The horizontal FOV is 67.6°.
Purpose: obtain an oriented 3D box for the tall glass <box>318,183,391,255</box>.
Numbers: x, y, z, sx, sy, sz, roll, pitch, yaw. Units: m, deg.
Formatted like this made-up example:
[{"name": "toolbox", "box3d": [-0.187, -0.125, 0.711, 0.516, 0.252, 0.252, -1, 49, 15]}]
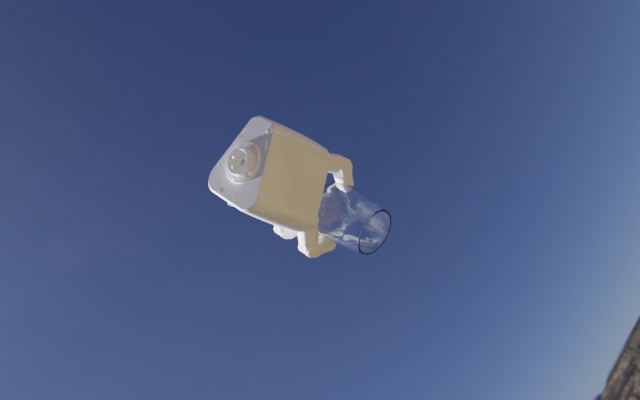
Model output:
[{"name": "tall glass", "box3d": [0.000, 0.002, 0.654, 0.201, 0.079, 0.079, 29, 19, 38]}]
